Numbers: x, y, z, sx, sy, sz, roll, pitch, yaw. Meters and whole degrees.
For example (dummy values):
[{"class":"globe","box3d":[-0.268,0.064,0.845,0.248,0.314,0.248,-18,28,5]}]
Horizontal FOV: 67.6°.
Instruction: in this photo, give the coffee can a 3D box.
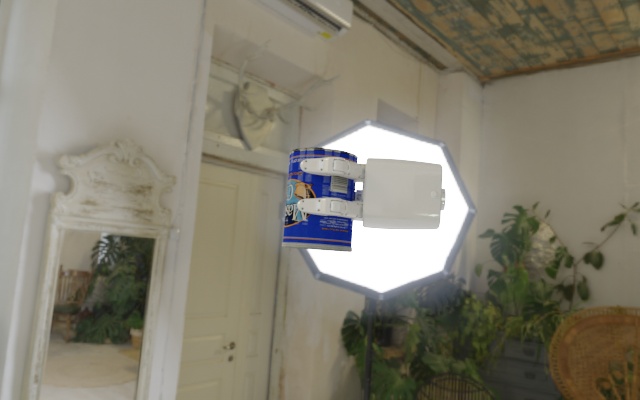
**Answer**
[{"class":"coffee can","box3d":[0.000,0.002,0.700,0.103,0.140,0.103,4,-6,0]}]
